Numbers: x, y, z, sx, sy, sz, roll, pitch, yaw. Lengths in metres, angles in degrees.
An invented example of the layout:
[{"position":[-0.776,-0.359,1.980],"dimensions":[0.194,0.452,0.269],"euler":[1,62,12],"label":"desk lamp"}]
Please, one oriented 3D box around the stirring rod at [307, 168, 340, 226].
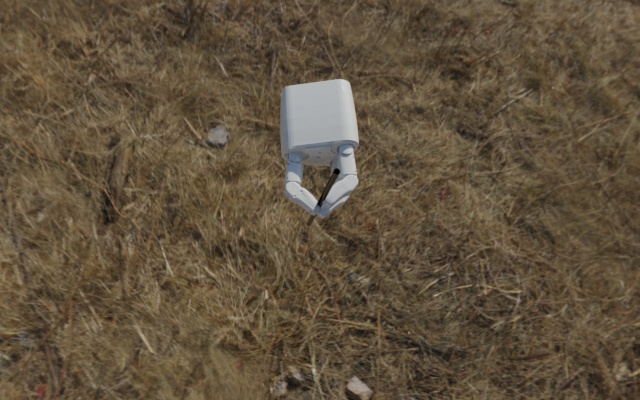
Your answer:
[{"position":[0.000,0.002,0.680],"dimensions":[0.011,0.011,0.240],"euler":[0,-18,-10],"label":"stirring rod"}]
